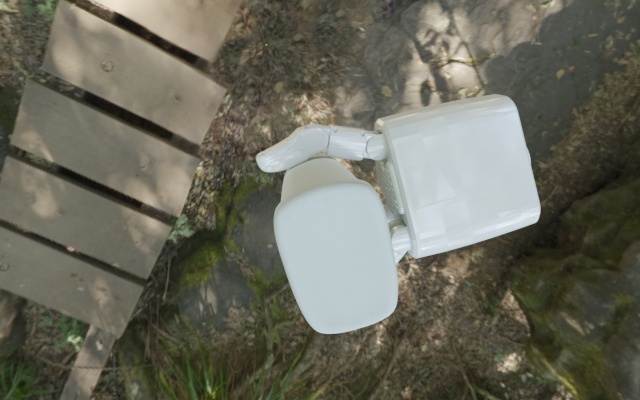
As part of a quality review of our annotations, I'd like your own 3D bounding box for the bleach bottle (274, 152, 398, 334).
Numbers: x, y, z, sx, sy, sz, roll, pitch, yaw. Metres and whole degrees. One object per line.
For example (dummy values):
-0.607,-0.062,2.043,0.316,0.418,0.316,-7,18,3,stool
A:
0.000,0.001,0.403,0.068,0.103,0.250,-15,19,-1,bleach bottle
